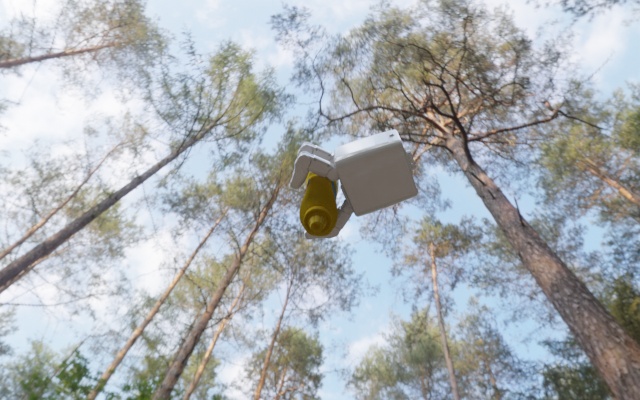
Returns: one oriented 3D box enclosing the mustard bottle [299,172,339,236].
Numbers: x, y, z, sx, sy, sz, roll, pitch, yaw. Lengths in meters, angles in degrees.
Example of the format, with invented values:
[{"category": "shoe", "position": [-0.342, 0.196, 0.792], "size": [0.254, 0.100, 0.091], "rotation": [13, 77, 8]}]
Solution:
[{"category": "mustard bottle", "position": [0.000, 0.002, 0.759], "size": [0.058, 0.096, 0.191], "rotation": [4, 22, 1]}]
